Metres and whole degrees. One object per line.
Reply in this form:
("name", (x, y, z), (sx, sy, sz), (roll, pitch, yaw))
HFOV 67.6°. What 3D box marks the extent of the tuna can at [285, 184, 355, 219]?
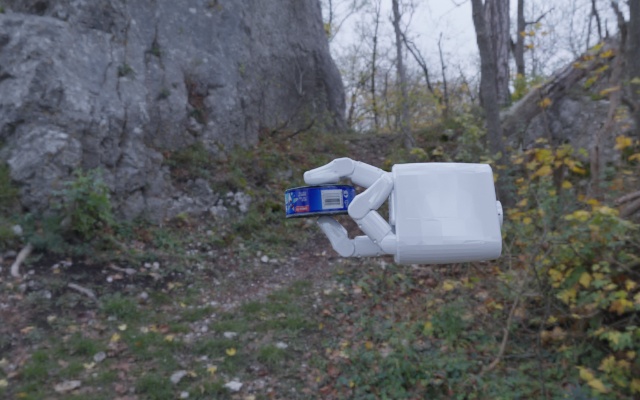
("tuna can", (0.000, 0.001, 0.574), (0.086, 0.034, 0.086), (-4, -4, 0))
